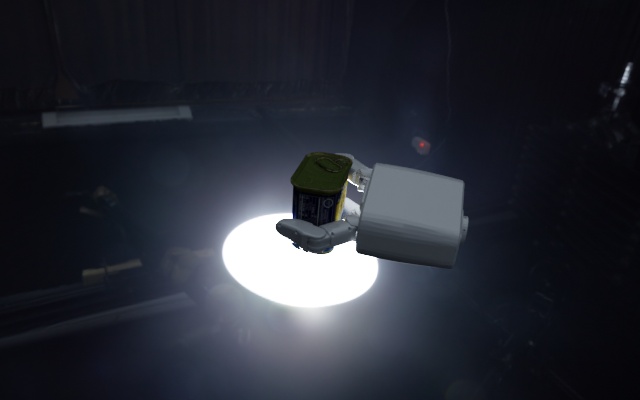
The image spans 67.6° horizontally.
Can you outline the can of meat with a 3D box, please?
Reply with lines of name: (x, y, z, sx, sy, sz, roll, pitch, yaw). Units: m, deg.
can of meat: (0.000, 0.002, 0.553, 0.057, 0.084, 0.102, 9, 28, 9)
